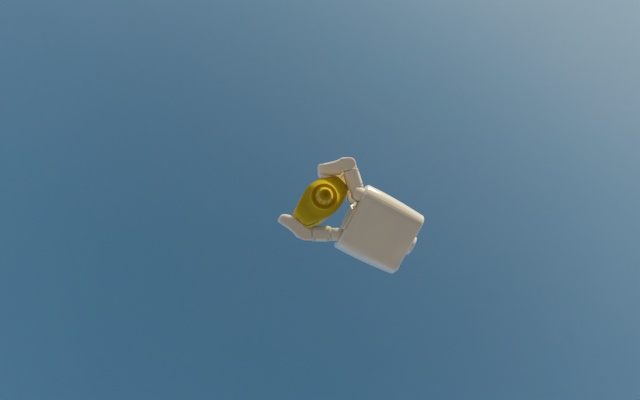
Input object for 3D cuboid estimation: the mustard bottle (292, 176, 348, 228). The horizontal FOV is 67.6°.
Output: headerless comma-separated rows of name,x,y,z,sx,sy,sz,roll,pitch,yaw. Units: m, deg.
mustard bottle,0.000,0.002,0.788,0.096,0.058,0.191,-38,-2,-8
